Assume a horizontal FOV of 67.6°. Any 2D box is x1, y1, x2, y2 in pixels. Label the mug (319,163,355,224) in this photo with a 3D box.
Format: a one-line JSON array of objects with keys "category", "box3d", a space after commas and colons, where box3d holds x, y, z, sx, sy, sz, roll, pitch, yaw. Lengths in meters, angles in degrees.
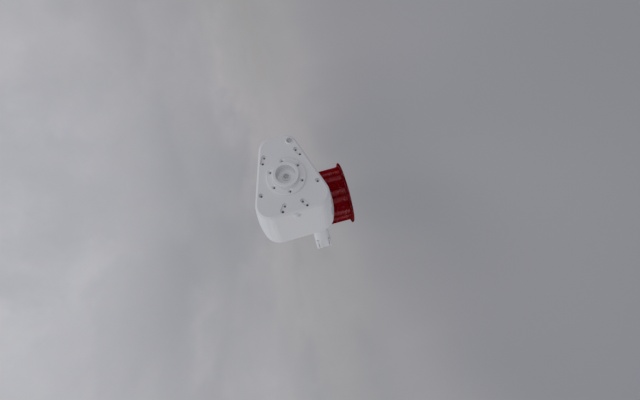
[{"category": "mug", "box3d": [0.000, 0.003, 0.735, 0.081, 0.093, 0.117, -15, -20, -3]}]
